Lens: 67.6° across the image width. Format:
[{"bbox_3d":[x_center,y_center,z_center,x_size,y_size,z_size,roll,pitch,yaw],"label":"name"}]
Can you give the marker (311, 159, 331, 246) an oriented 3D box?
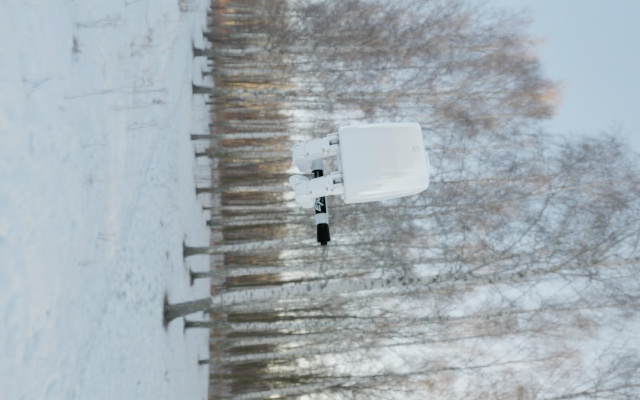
[{"bbox_3d":[0.000,0.002,0.653,0.020,0.121,0.020,-4,-20,-2],"label":"marker"}]
